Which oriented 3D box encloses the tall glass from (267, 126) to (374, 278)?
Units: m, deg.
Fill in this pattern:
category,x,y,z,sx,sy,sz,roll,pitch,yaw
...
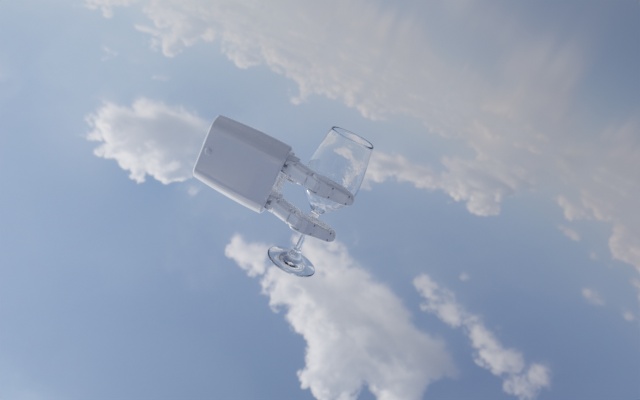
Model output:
category,x,y,z,sx,sy,sz,roll,pitch,yaw
tall glass,0.000,0.003,0.652,0.079,0.201,0.079,24,17,-8
